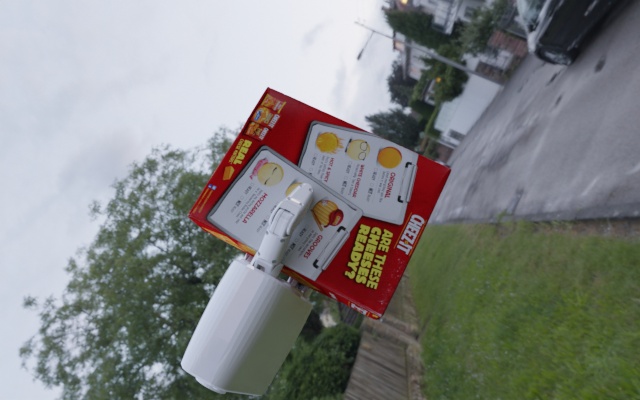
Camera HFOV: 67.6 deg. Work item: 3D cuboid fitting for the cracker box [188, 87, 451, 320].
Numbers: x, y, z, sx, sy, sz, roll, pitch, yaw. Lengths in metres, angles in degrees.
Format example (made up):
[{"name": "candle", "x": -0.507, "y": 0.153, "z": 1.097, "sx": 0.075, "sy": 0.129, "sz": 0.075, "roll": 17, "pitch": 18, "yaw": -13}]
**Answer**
[{"name": "cracker box", "x": 0.000, "y": 0.002, "z": 0.499, "sx": 0.213, "sy": 0.164, "sz": 0.072, "roll": 26, "pitch": -14, "yaw": 10}]
